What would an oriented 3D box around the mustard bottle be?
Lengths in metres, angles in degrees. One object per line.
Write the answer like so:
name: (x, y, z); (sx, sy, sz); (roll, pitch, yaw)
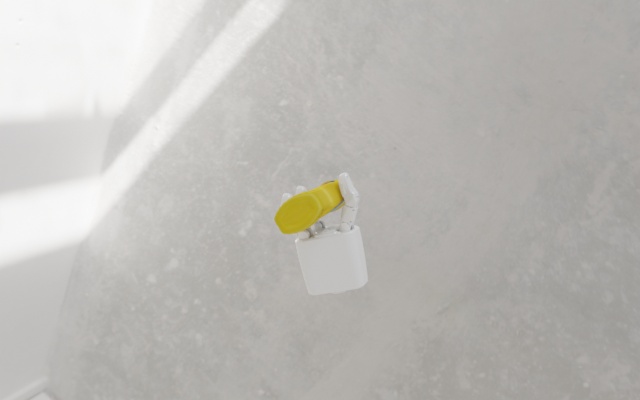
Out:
mustard bottle: (0.000, 0.003, 0.862); (0.096, 0.058, 0.191); (-35, -4, 28)
